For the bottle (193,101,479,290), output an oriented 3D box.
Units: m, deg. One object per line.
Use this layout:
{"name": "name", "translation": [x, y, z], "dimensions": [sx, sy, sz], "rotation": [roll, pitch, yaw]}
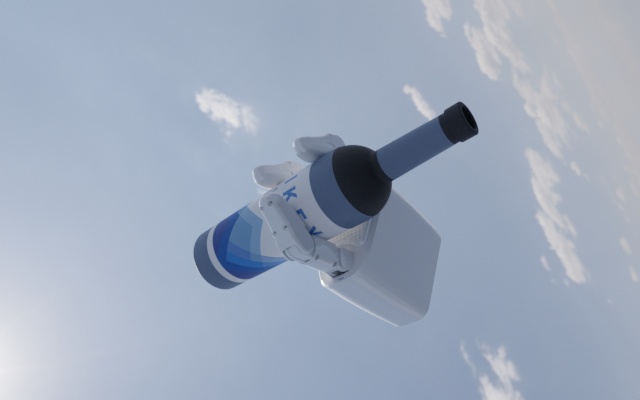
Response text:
{"name": "bottle", "translation": [0.000, 0.001, 0.423], "dimensions": [0.296, 0.069, 0.069], "rotation": [-30, -18, 34]}
